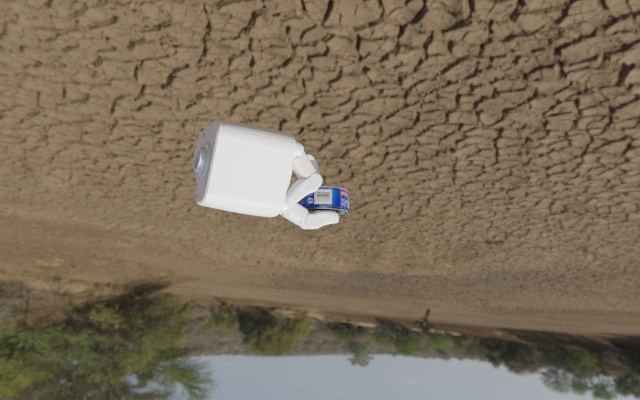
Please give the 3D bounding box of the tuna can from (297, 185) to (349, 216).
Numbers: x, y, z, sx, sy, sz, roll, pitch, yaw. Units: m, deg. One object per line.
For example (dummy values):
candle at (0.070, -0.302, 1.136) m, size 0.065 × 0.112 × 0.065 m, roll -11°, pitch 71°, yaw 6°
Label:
tuna can at (0.000, 0.003, 0.717) m, size 0.086 × 0.033 × 0.086 m, roll 0°, pitch -11°, yaw 0°
